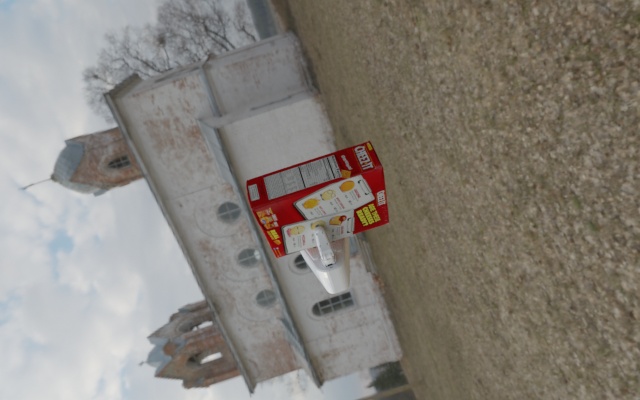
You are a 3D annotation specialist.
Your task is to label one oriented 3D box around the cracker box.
[{"bbox_3d":[0.000,0.003,0.806,0.213,0.072,0.164,-18,-36,-1],"label":"cracker box"}]
